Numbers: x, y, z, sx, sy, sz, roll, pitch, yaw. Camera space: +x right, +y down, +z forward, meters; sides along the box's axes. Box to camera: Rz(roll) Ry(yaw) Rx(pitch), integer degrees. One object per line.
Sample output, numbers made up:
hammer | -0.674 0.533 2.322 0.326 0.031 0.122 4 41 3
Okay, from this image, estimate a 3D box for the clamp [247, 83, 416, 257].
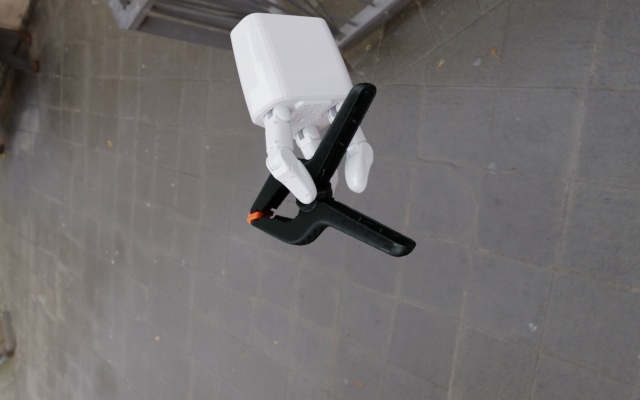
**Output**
clamp | -0.001 0.002 0.491 0.036 0.164 0.210 -2 -21 -46
